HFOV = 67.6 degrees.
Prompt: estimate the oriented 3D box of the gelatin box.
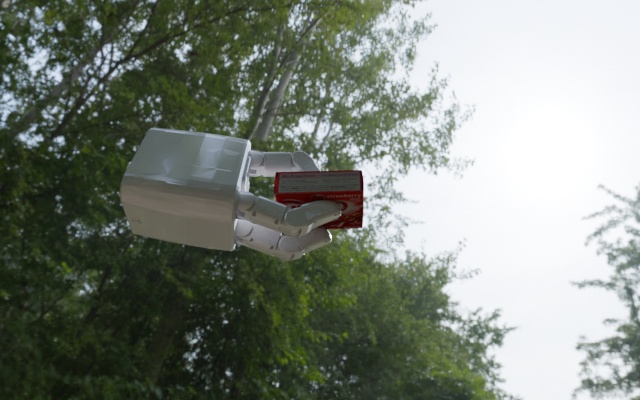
[{"bbox_3d":[0.000,0.001,0.496,0.089,0.030,0.073,-2,-33,3],"label":"gelatin box"}]
